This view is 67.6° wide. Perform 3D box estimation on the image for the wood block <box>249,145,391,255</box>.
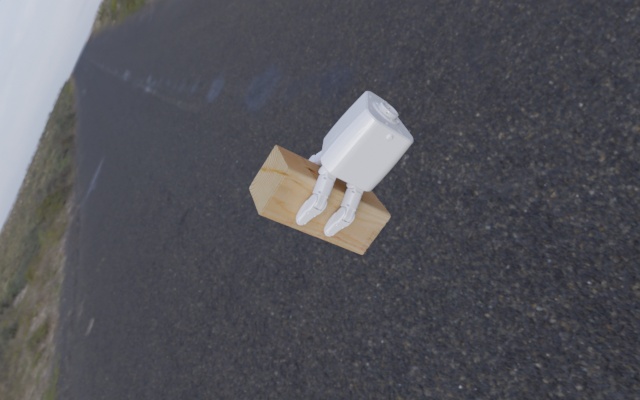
[{"bbox_3d":[0.000,0.002,0.786,0.206,0.090,0.090,24,19,-30],"label":"wood block"}]
